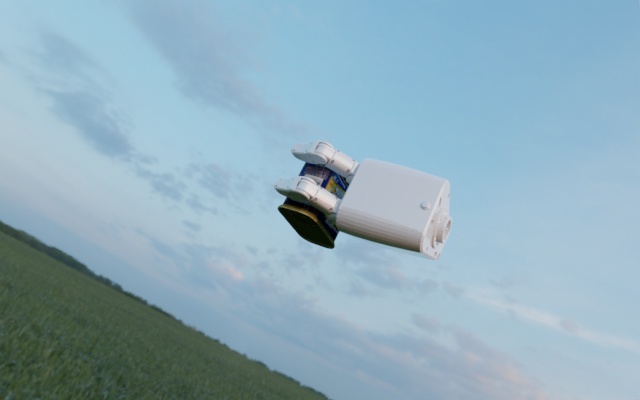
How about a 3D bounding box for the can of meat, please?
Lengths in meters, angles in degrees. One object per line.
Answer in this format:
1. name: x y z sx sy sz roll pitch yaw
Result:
1. can of meat: 0.000 0.002 0.624 0.057 0.084 0.102 15 -23 30
